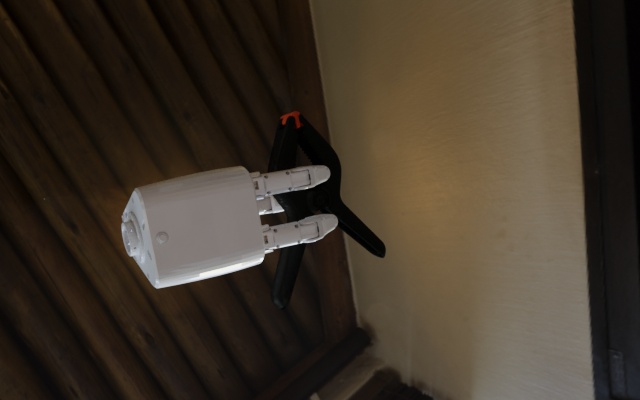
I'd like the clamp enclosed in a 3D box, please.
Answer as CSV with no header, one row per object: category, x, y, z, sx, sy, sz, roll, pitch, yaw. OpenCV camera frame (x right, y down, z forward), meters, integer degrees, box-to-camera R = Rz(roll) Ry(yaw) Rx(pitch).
clamp,-0.001,0.001,0.553,0.164,0.210,0.036,-13,7,-35
